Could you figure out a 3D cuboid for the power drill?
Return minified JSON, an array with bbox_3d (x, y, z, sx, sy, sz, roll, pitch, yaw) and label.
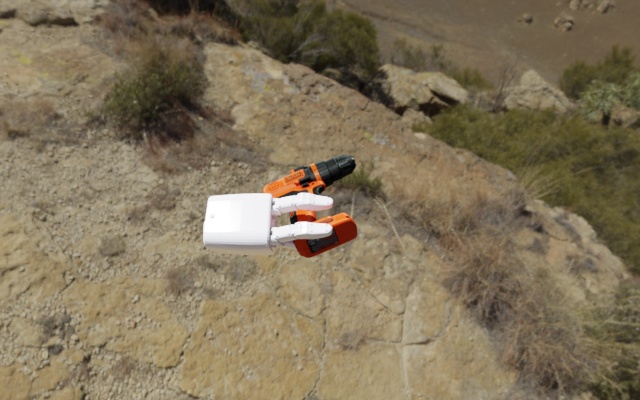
[{"bbox_3d":[0.000,0.003,0.847,0.184,0.057,0.187,-24,41,0],"label":"power drill"}]
